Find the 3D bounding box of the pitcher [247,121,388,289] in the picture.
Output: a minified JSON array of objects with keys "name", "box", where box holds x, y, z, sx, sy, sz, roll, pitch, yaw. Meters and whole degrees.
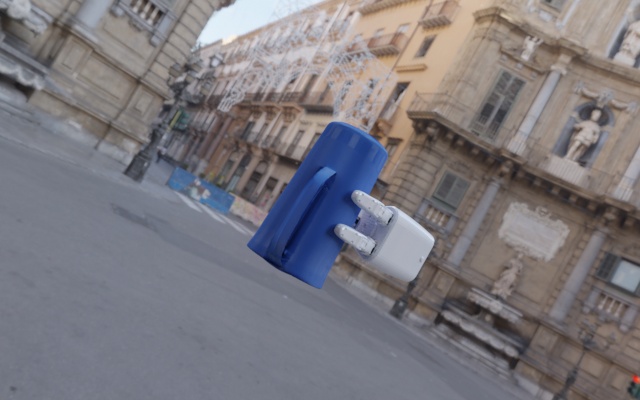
[{"name":"pitcher","box":[0.000,0.002,0.732,0.145,0.243,0.149,32,-4,-30]}]
